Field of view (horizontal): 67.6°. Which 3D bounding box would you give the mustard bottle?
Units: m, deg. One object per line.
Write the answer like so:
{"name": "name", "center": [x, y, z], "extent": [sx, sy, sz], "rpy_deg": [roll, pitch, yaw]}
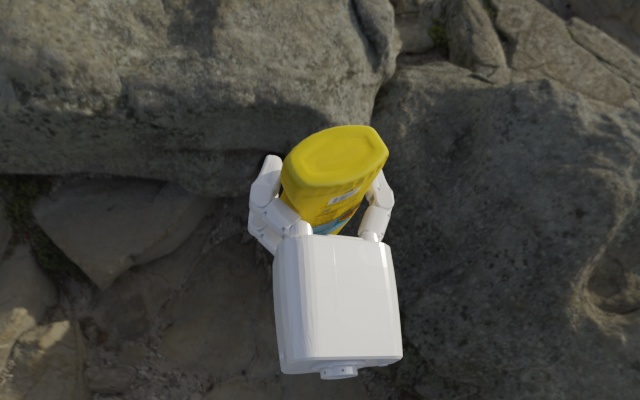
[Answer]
{"name": "mustard bottle", "center": [0.000, 0.001, 0.495], "extent": [0.096, 0.058, 0.192], "rpy_deg": [-24, -20, -21]}
